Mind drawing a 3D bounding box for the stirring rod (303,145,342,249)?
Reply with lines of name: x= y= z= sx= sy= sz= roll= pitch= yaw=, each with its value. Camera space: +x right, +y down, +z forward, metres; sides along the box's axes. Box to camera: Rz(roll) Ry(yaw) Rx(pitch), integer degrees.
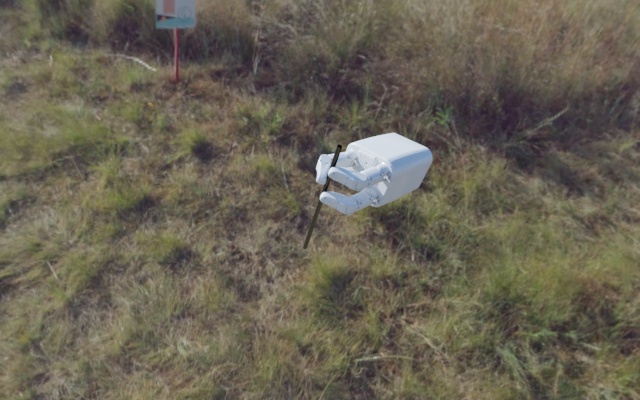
stirring rod: x=0.000 y=0.003 z=0.795 sx=0.011 sy=0.011 sz=0.240 roll=0 pitch=-44 yaw=-19
